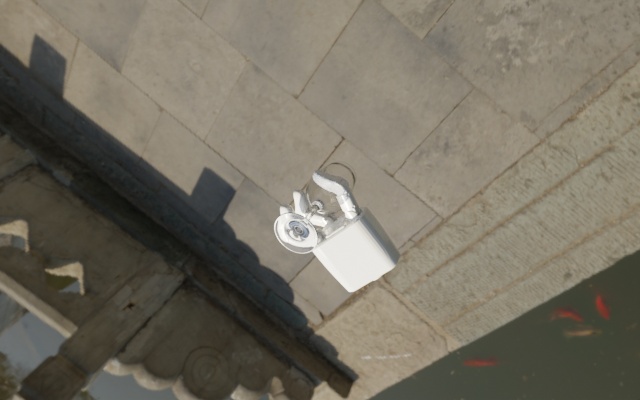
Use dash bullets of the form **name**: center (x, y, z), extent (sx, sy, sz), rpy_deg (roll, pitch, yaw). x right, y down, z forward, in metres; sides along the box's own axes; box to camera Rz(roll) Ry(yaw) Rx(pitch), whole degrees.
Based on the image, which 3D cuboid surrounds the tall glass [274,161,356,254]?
- **tall glass**: center (0.000, 0.003, 0.806), extent (0.079, 0.079, 0.201), rpy_deg (0, 29, 26)
